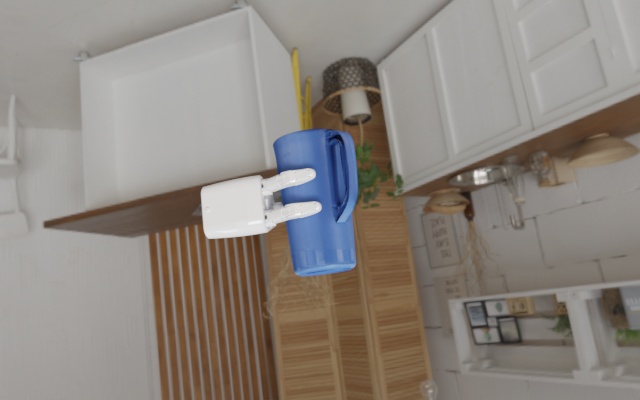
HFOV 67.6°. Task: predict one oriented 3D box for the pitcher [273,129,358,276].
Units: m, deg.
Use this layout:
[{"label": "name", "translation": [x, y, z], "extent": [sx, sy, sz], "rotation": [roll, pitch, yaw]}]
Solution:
[{"label": "pitcher", "translation": [0.000, 0.003, 0.829], "extent": [0.145, 0.242, 0.149], "rotation": [-9, -12, 6]}]
